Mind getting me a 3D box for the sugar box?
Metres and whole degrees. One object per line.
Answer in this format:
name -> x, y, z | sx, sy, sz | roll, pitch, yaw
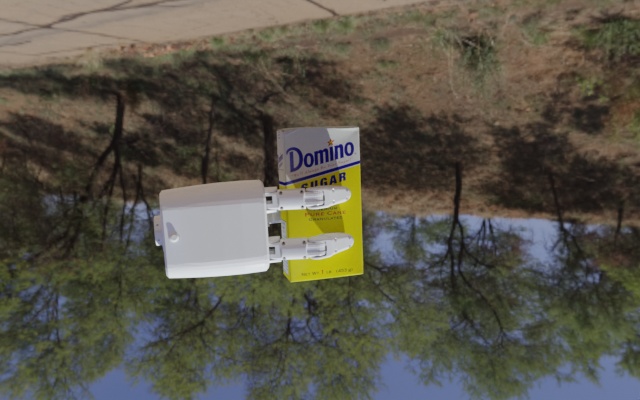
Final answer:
sugar box -> 0.000, 0.002, 0.564 | 0.093, 0.176, 0.048 | -5, 9, -15
